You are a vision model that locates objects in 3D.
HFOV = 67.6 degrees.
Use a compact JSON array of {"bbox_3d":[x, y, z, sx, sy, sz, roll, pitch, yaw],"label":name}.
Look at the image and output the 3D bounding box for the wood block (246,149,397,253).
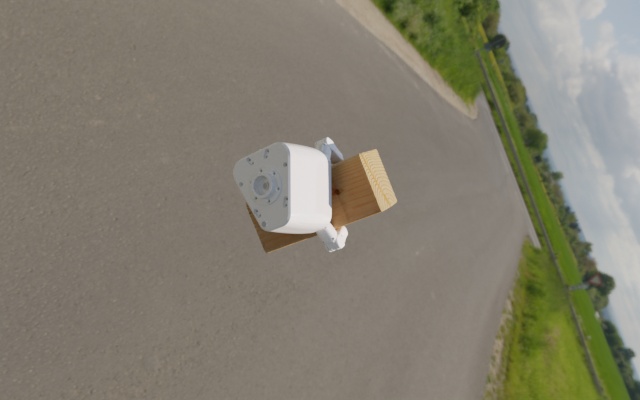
[{"bbox_3d":[0.000,0.003,0.748,0.206,0.091,0.090,-21,1,26],"label":"wood block"}]
